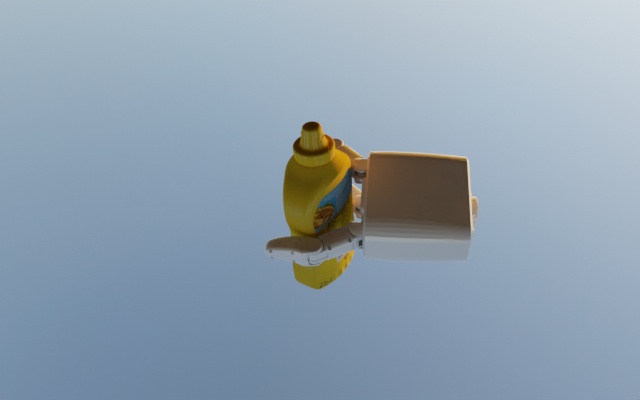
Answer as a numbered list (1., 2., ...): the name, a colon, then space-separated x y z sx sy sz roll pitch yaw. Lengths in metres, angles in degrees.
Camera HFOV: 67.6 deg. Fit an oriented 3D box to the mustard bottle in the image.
1. mustard bottle: 0.000 0.002 0.507 0.058 0.192 0.096 20 48 26
